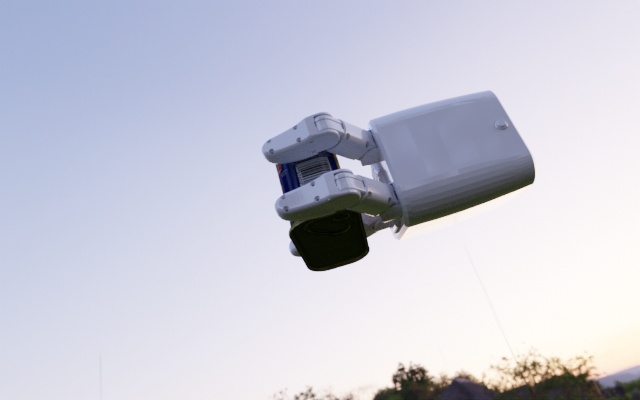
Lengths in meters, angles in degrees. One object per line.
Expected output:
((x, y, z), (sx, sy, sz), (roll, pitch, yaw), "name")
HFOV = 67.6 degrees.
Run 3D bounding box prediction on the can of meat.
((0.000, 0.001, 0.408), (0.057, 0.084, 0.102), (-17, -30, 3), "can of meat")
